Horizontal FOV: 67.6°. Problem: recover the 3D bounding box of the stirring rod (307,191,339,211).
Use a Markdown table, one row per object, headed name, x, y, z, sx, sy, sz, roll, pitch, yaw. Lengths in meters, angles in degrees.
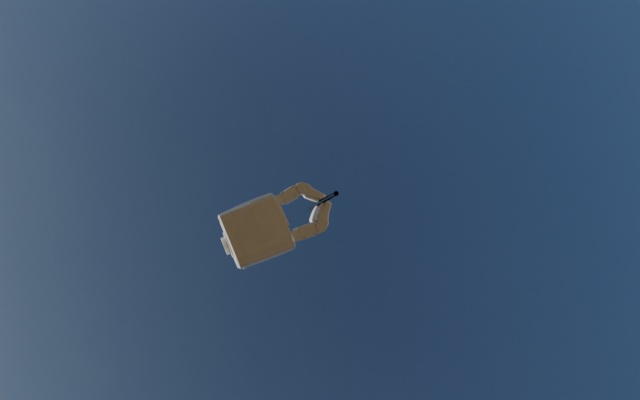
| name | x | y | z | sx | sy | sz | roll | pitch | yaw |
| --- | --- | --- | --- | --- | --- | --- | --- | --- | --- |
| stirring rod | 0.000 | 0.003 | 0.884 | 0.011 | 0.011 | 0.239 | 0 | -7 | -12 |
